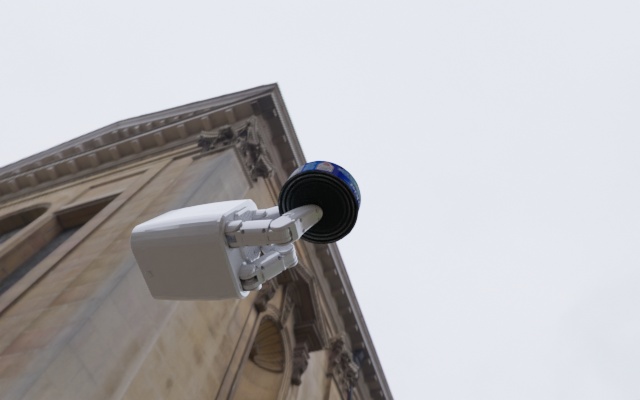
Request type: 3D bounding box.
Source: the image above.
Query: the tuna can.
[{"bbox_3d":[0.000,0.001,0.510,0.086,0.086,0.033,0,26,13],"label":"tuna can"}]
